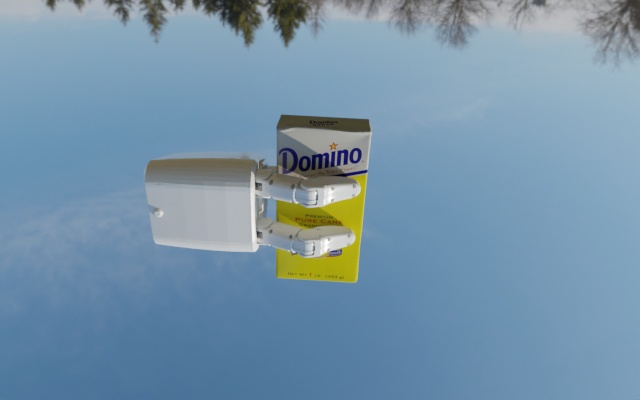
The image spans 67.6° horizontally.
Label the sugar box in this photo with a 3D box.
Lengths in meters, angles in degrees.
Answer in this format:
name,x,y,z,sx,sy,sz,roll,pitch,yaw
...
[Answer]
name,x,y,z,sx,sy,sz,roll,pitch,yaw
sugar box,0.000,0.002,0.503,0.093,0.176,0.048,3,29,1
